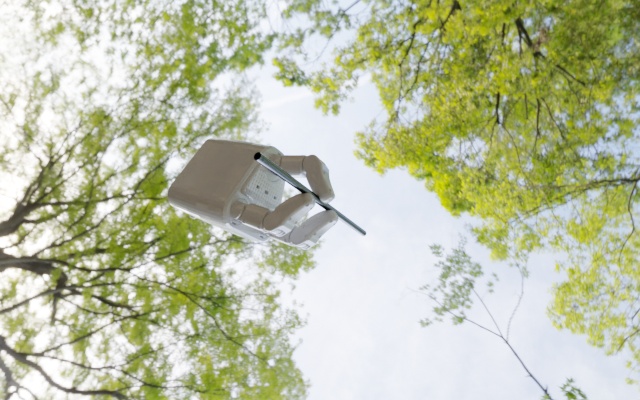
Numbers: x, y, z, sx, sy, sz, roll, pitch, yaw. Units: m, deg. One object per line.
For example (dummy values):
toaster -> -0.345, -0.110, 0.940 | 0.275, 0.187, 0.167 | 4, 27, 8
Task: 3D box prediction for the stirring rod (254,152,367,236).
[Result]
stirring rod -> 0.000, 0.002, 0.522 | 0.011, 0.011, 0.240 | 0, -20, 30
